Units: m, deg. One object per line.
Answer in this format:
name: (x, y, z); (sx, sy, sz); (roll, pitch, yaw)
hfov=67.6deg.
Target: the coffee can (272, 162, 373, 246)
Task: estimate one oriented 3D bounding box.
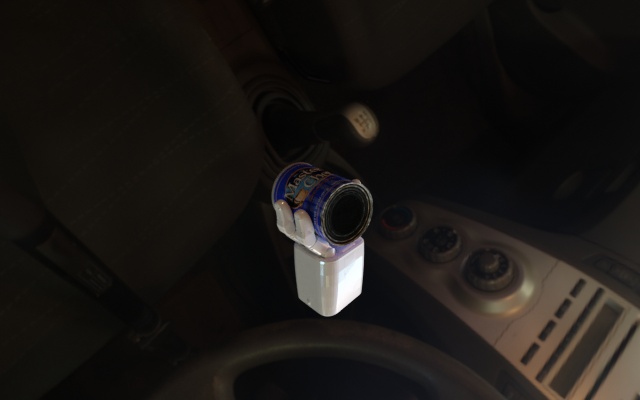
coffee can: (0.000, 0.002, 0.776); (0.103, 0.103, 0.140); (0, 16, -38)
